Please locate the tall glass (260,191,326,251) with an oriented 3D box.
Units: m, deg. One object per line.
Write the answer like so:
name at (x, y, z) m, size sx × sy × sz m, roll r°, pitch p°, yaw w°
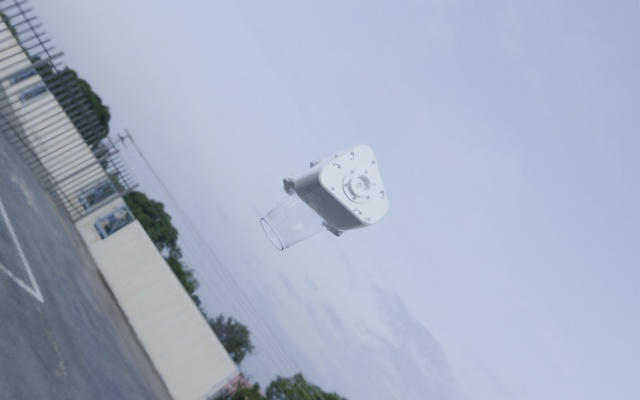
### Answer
tall glass at (0.001, 0.002, 0.791) m, size 0.201 × 0.079 × 0.079 m, roll -34°, pitch 12°, yaw -19°
